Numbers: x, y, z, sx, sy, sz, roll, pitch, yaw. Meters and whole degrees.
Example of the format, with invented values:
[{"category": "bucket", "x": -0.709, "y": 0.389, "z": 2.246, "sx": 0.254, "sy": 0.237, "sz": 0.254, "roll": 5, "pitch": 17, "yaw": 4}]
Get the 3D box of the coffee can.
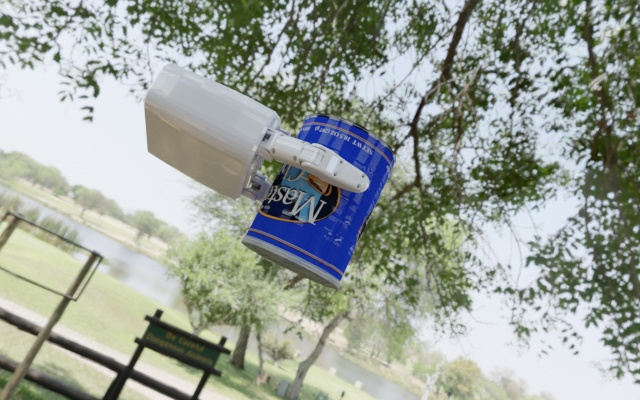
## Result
[{"category": "coffee can", "x": 0.000, "y": 0.002, "z": 0.469, "sx": 0.103, "sy": 0.140, "sz": 0.103, "roll": 25, "pitch": -13, "yaw": 6}]
